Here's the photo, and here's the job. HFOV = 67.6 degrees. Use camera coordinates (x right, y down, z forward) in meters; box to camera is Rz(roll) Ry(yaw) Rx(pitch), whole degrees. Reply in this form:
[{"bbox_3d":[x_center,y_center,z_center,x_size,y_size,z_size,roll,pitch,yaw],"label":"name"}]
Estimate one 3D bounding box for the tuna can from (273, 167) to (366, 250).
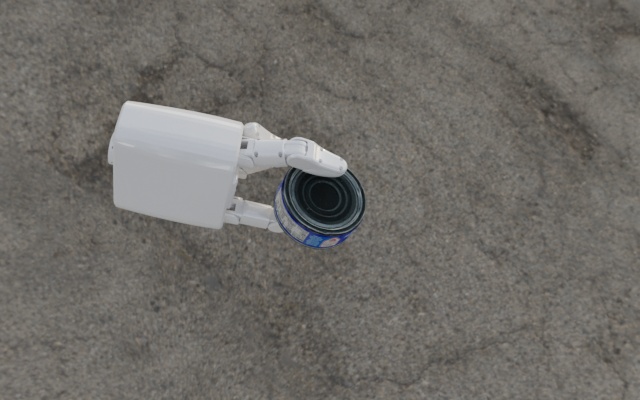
[{"bbox_3d":[0.000,0.001,0.459,0.086,0.086,0.034,0,-27,-22],"label":"tuna can"}]
